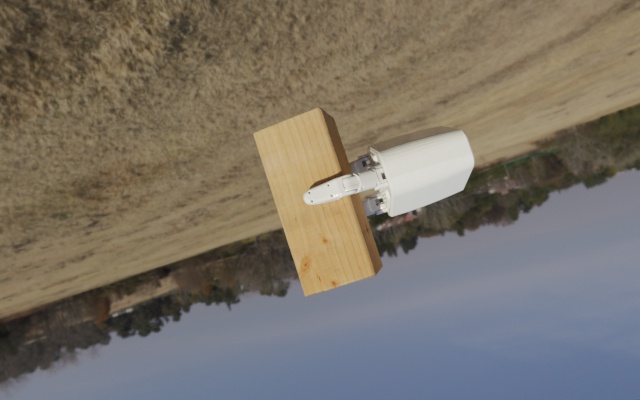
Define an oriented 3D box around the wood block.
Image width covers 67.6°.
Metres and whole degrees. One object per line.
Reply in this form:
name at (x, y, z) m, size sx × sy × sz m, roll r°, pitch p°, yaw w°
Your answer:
wood block at (0.000, 0.002, 0.599) m, size 0.090 × 0.206 × 0.091 m, roll -19°, pitch -4°, yaw 12°
